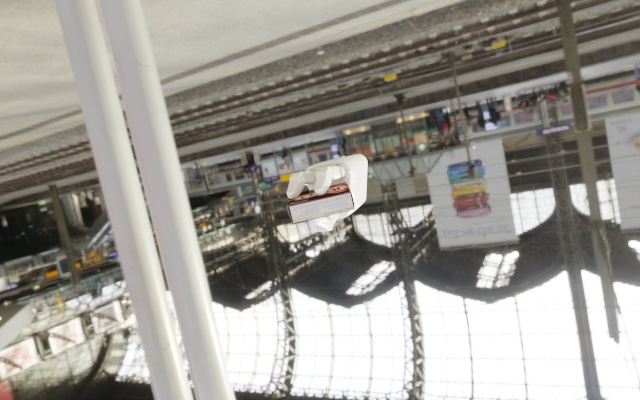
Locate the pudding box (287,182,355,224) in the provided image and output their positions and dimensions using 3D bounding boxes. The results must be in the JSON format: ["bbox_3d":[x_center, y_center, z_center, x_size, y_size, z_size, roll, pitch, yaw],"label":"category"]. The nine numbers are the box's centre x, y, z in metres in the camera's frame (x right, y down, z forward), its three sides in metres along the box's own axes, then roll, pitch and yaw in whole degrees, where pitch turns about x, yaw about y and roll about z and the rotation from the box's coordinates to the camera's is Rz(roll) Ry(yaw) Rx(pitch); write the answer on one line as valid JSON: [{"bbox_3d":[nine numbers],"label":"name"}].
[{"bbox_3d":[0.000,0.003,0.837,0.113,0.039,0.090,-15,11,1],"label":"pudding box"}]
